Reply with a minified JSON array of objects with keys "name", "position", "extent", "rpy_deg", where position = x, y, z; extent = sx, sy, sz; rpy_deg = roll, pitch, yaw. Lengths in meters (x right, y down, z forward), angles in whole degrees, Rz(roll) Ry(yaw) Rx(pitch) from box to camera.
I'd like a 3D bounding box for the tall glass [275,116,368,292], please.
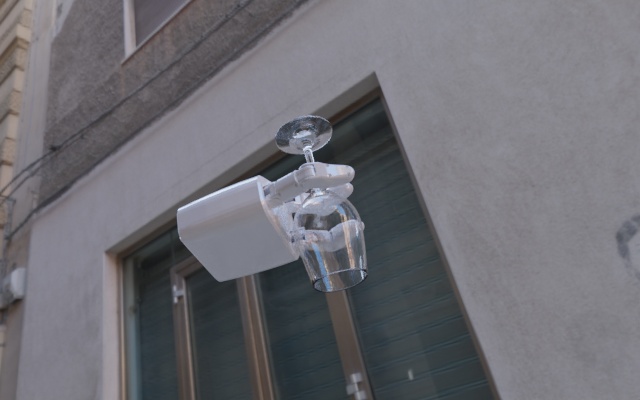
[{"name":"tall glass","position":[0.000,0.001,0.556],"extent":[0.079,0.201,0.079],"rpy_deg":[-11,-29,-6]}]
